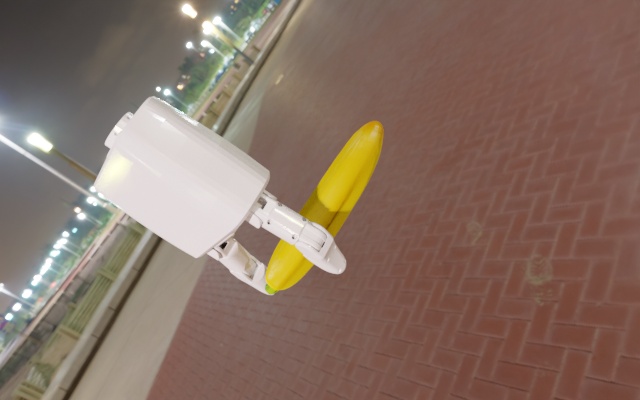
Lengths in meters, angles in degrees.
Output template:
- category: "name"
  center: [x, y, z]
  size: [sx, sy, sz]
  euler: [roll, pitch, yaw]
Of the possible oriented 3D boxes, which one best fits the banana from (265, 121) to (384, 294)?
- category: "banana"
  center: [0.002, 0.007, 0.434]
  size: [0.037, 0.198, 0.069]
  euler: [35, 1, -15]
